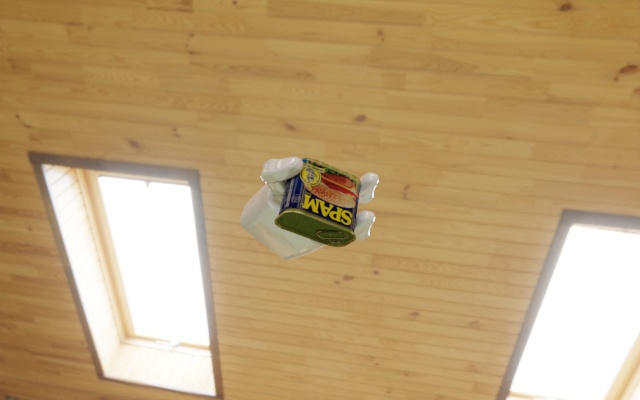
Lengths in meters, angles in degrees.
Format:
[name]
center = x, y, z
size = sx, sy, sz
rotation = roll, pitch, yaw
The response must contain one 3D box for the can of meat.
[can of meat]
center = 0.000, 0.002, 0.613
size = 0.102, 0.084, 0.057
rotation = 22, -31, -20
